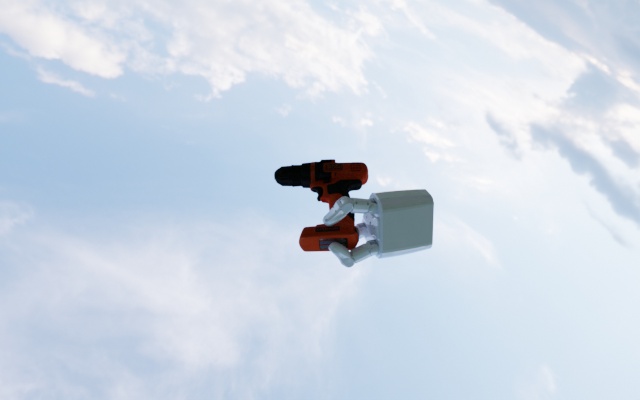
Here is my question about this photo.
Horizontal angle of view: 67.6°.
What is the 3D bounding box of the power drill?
[{"bbox_3d":[0.000,0.003,0.889,0.184,0.187,0.057,-3,-36,5],"label":"power drill"}]
